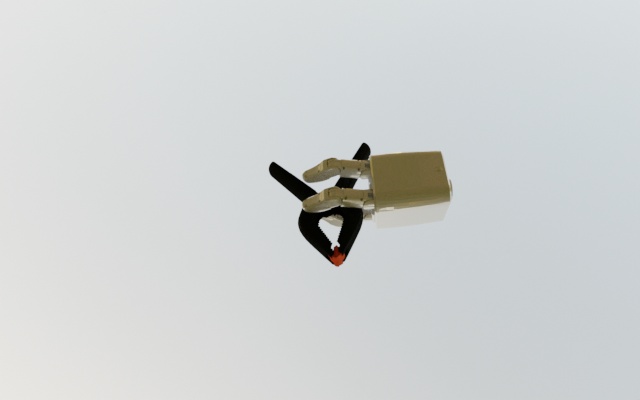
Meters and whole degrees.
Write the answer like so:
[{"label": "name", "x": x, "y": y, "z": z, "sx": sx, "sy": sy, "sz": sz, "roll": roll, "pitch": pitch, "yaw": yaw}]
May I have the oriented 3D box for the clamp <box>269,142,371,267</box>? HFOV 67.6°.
[{"label": "clamp", "x": 0.000, "y": 0.003, "z": 0.709, "sx": 0.164, "sy": 0.209, "sz": 0.036, "roll": -7, "pitch": -38, "yaw": 7}]
